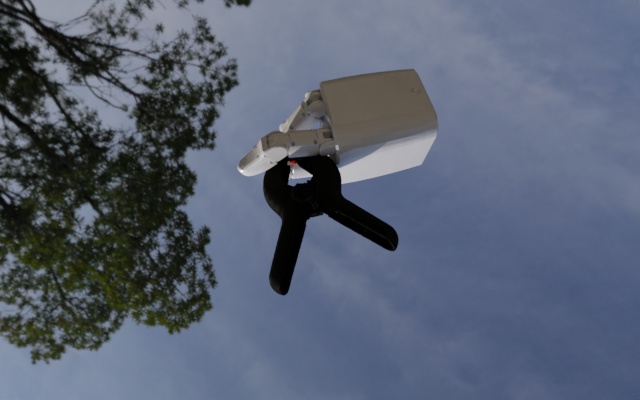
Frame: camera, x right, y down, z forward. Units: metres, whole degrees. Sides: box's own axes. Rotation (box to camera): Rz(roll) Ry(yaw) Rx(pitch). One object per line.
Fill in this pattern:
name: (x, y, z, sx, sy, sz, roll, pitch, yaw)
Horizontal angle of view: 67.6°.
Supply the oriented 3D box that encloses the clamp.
clamp: (0.000, 0.002, 0.464, 0.120, 0.171, 0.039, -11, -34, -3)
